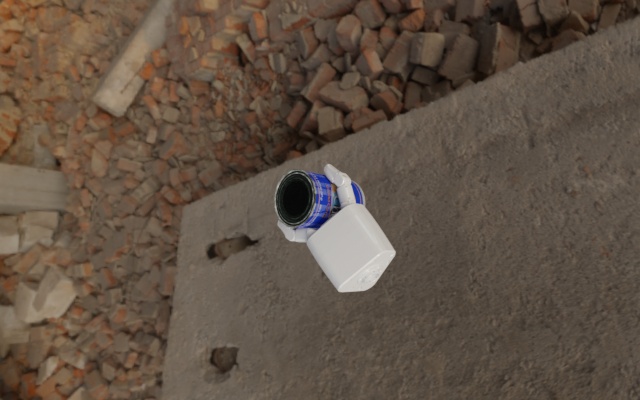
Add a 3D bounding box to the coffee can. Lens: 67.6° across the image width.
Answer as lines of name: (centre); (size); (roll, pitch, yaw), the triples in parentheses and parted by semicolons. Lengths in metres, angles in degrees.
coffee can: (0.000, 0.003, 0.878); (0.103, 0.103, 0.140); (0, -6, 42)
